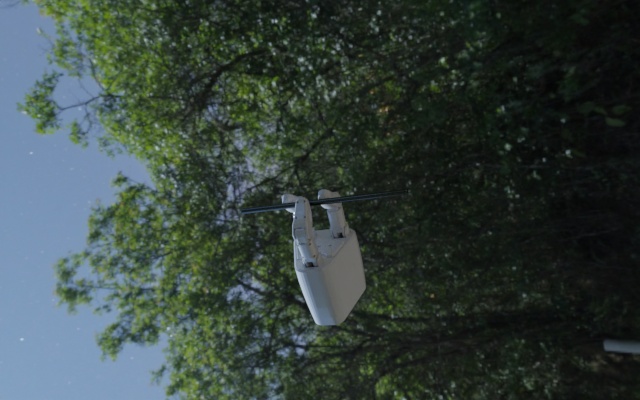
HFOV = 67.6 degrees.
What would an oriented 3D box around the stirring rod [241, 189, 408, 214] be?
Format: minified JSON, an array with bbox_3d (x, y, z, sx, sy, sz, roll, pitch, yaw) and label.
[{"bbox_3d":[0.000,0.002,0.660,0.239,0.011,0.011,-7,-2,18],"label":"stirring rod"}]
